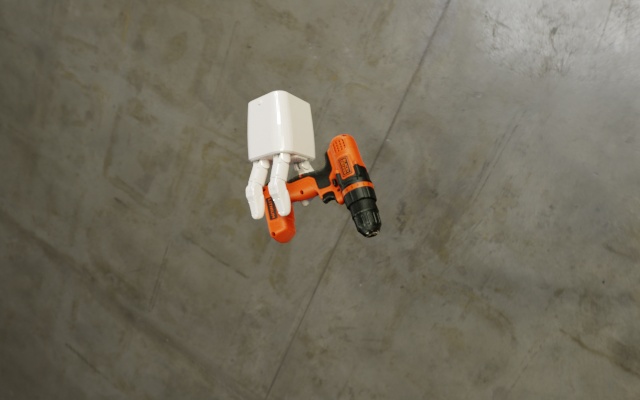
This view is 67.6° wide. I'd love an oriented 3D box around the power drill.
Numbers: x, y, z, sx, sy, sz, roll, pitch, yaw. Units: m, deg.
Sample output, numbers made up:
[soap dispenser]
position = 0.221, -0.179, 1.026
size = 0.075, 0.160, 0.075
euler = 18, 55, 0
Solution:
[power drill]
position = 0.000, 0.003, 0.794
size = 0.188, 0.184, 0.057
euler = -25, -29, 18
